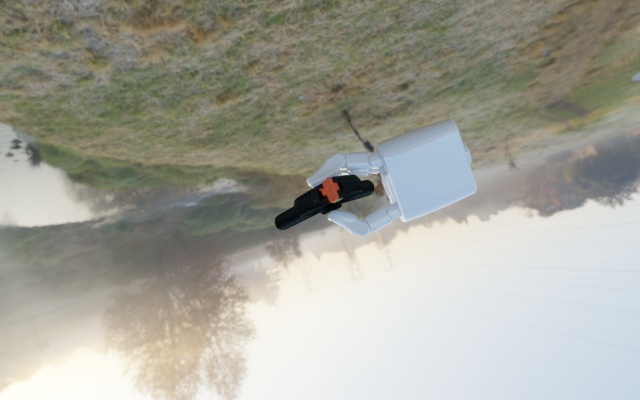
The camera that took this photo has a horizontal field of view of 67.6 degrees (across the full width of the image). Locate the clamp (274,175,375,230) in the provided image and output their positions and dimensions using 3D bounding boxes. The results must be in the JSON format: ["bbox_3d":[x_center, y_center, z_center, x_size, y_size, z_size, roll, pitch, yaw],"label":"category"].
[{"bbox_3d":[0.001,0.003,0.658,0.164,0.036,0.210,-24,-5,3],"label":"clamp"}]
